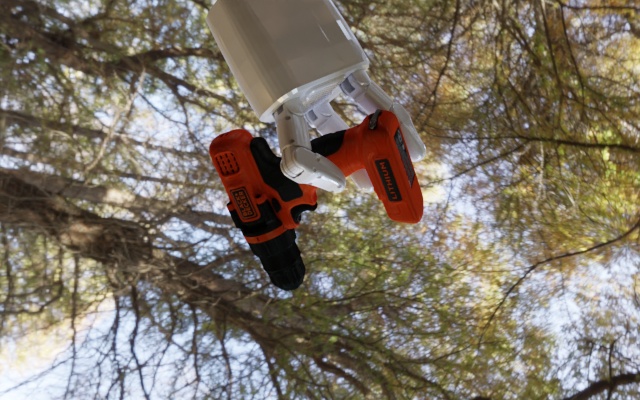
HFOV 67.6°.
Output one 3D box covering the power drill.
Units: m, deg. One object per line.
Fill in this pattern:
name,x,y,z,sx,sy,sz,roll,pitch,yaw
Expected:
power drill,0.000,0.001,0.467,0.187,0.184,0.057,-14,24,21
